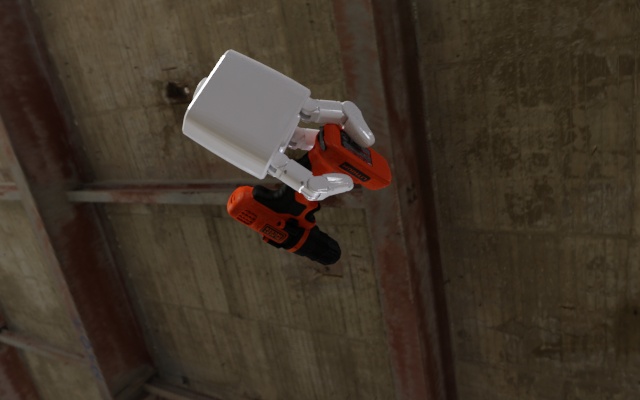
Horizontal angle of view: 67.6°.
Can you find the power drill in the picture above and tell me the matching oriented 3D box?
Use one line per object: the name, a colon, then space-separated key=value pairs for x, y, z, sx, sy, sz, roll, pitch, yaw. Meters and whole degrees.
power drill: x=0.000 y=0.002 z=0.622 sx=0.184 sy=0.057 sz=0.188 roll=31 pitch=-57 yaw=-29
